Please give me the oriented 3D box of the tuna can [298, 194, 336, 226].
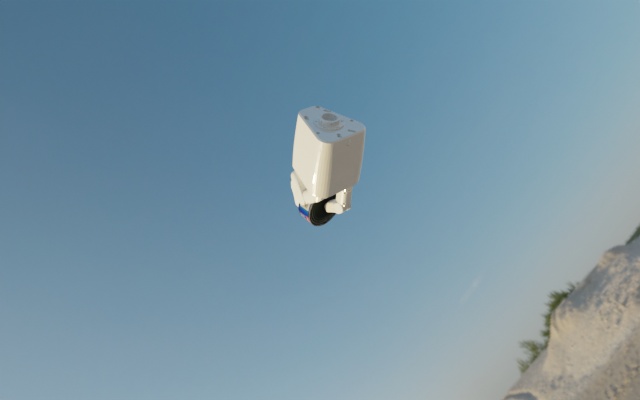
[{"bbox_3d":[0.000,0.003,0.888,0.033,0.086,0.086,34,20,33],"label":"tuna can"}]
